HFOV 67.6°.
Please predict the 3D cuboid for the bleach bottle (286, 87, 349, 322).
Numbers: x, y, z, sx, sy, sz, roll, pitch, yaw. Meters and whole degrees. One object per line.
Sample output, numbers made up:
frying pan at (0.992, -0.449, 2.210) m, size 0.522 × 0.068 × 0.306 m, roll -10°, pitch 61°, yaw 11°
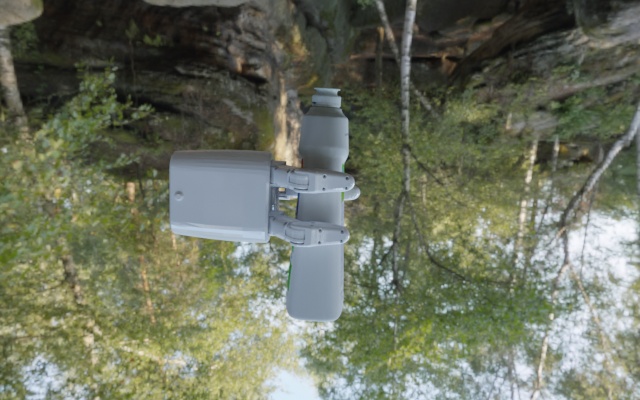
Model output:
bleach bottle at (0.000, 0.002, 0.542) m, size 0.068 × 0.251 × 0.102 m, roll 3°, pitch 11°, yaw 0°
